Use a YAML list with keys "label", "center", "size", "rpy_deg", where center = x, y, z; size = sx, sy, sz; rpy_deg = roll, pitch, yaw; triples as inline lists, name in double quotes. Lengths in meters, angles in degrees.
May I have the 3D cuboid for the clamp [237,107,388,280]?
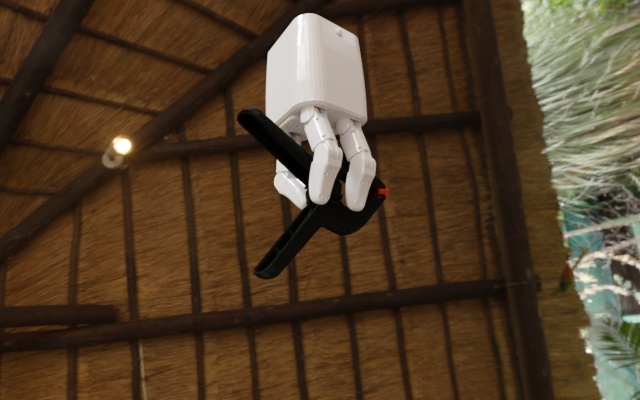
- label: "clamp"
  center: [0.000, 0.002, 0.513]
  size: [0.036, 0.164, 0.210]
  rpy_deg: [-12, -15, 43]
